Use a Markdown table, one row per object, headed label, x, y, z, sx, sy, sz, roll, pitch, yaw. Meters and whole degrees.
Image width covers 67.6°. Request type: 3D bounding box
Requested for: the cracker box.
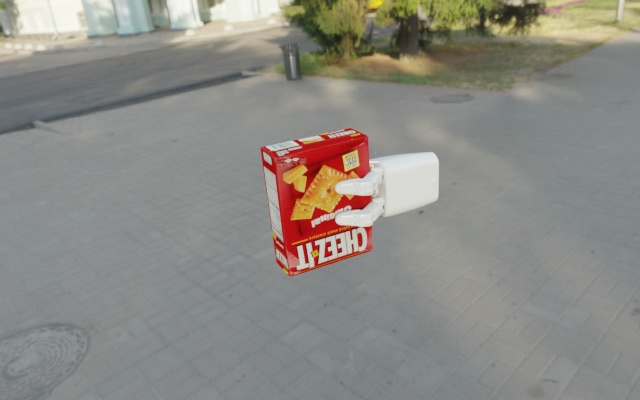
| label | x | y | z | sx | sy | sz | roll | pitch | yaw |
| --- | --- | --- | --- | --- | --- | --- | --- | --- | --- |
| cracker box | 0.000 | 0.002 | 0.793 | 0.164 | 0.214 | 0.072 | -15 | 26 | -21 |
